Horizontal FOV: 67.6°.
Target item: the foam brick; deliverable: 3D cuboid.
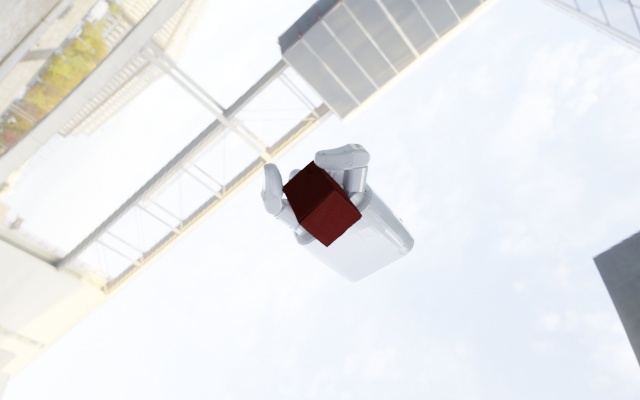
[{"bbox_3d":[0.000,0.002,0.516,0.051,0.053,0.078,45,8,-33],"label":"foam brick"}]
